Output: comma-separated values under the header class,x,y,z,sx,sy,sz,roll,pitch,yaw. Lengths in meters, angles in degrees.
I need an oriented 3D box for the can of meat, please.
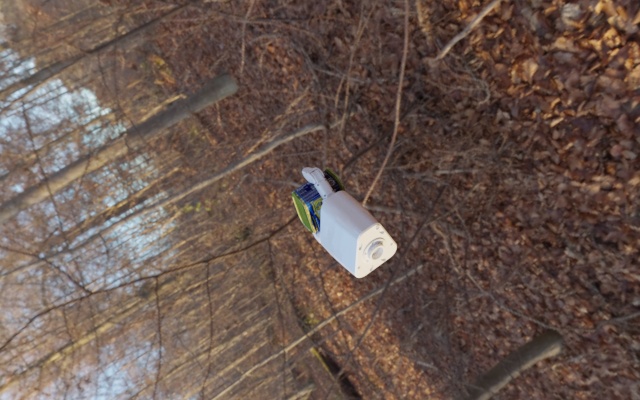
class,x,y,z,sx,sy,sz,roll,pitch,yaw
can of meat,0.000,0.003,0.889,0.084,0.102,0.057,-33,48,-15
